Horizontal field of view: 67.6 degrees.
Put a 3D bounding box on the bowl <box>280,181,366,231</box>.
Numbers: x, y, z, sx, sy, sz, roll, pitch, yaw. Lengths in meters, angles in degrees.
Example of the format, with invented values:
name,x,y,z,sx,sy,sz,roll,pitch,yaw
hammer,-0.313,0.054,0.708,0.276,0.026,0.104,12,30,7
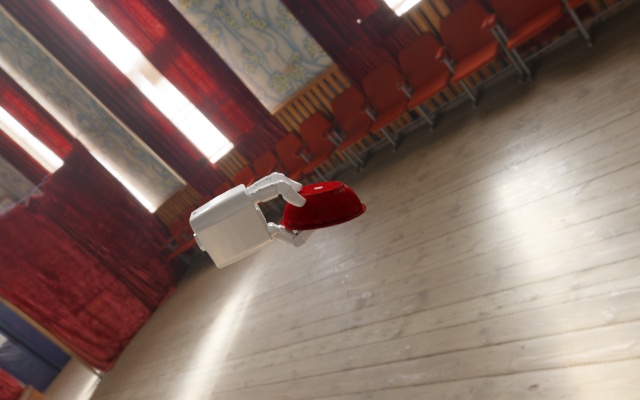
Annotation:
name,x,y,z,sx,sy,sz,roll,pitch,yaw
bowl,0.001,0.002,0.870,0.162,0.055,0.162,-10,13,2
